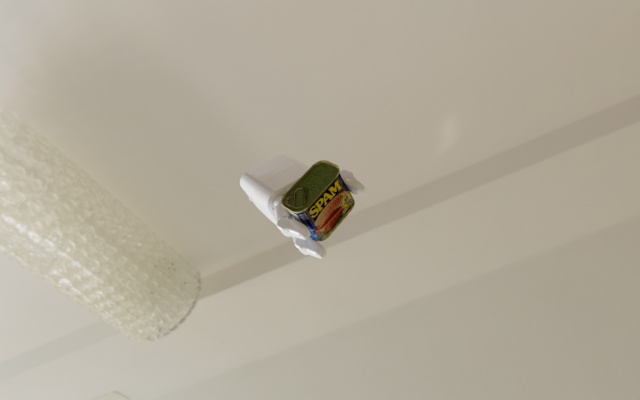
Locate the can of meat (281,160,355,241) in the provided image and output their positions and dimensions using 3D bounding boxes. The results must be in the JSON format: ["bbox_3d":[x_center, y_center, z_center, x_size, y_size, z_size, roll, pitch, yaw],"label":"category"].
[{"bbox_3d":[0.000,0.003,0.757,0.057,0.102,0.084,27,-22,43],"label":"can of meat"}]
